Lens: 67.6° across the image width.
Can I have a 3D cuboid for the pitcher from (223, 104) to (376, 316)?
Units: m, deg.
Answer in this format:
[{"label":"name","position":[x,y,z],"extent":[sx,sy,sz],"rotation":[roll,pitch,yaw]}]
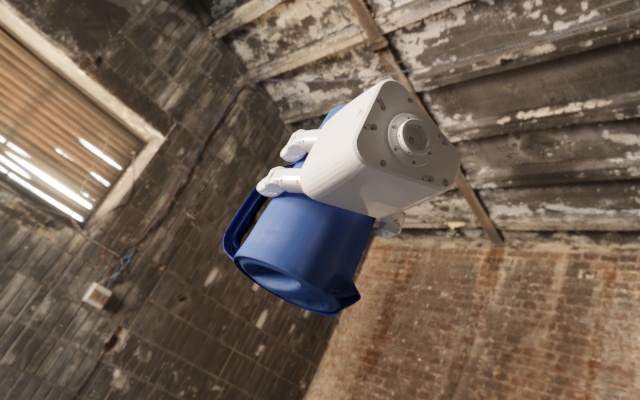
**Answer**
[{"label":"pitcher","position":[0.000,0.002,0.581],"extent":[0.149,0.242,0.145],"rotation":[34,-25,-13]}]
